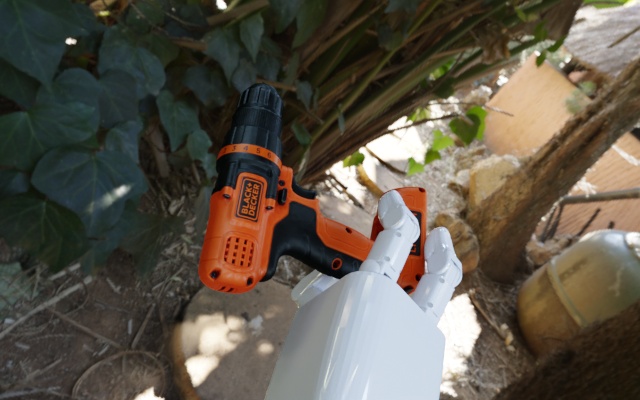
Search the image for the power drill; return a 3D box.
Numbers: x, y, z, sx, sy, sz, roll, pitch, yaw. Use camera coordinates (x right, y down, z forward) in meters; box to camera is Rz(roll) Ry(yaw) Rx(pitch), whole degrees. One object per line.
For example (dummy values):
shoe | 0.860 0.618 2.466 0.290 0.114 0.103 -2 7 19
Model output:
power drill | 0.000 0.002 0.411 0.188 0.184 0.057 16 -24 -19
